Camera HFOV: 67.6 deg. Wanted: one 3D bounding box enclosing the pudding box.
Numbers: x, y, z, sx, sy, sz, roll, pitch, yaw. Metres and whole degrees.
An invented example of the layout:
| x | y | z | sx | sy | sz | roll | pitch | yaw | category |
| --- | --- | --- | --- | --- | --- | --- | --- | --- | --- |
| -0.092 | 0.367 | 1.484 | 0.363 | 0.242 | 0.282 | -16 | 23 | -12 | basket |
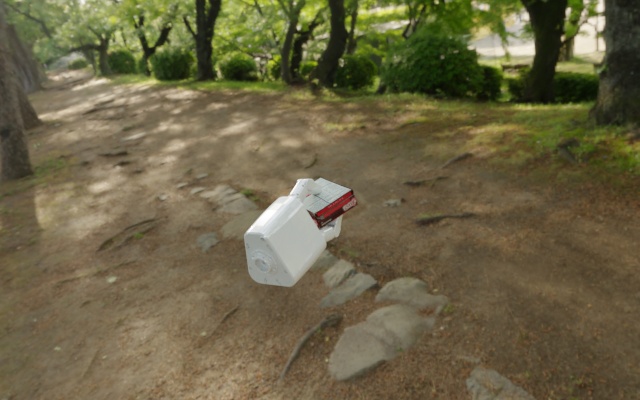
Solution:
| x | y | z | sx | sy | sz | roll | pitch | yaw | category |
| --- | --- | --- | --- | --- | --- | --- | --- | --- | --- |
| 0.000 | 0.003 | 0.881 | 0.090 | 0.039 | 0.113 | -31 | 30 | -22 | pudding box |
